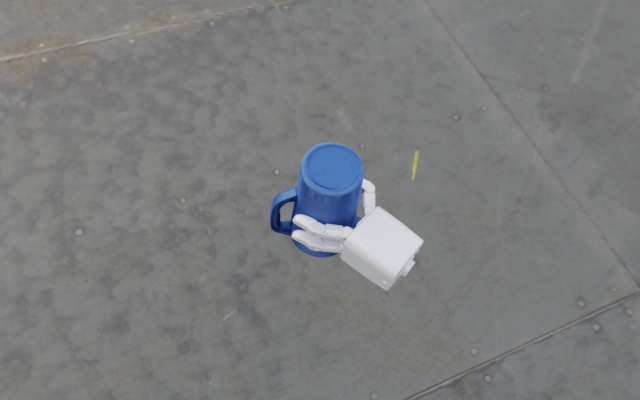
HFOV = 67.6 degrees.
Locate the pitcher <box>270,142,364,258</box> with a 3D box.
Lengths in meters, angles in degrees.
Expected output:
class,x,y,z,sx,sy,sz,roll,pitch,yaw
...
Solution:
class,x,y,z,sx,sy,sz,roll,pitch,yaw
pitcher,0.000,0.003,0.890,0.145,0.149,0.243,38,-26,15
